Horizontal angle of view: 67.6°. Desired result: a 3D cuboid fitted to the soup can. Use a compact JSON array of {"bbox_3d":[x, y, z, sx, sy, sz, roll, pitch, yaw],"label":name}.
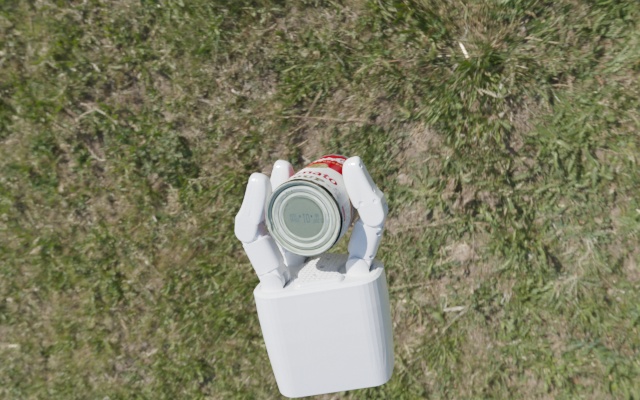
[{"bbox_3d":[0.000,0.001,0.429,0.068,0.068,0.102,0,16,18],"label":"soup can"}]
